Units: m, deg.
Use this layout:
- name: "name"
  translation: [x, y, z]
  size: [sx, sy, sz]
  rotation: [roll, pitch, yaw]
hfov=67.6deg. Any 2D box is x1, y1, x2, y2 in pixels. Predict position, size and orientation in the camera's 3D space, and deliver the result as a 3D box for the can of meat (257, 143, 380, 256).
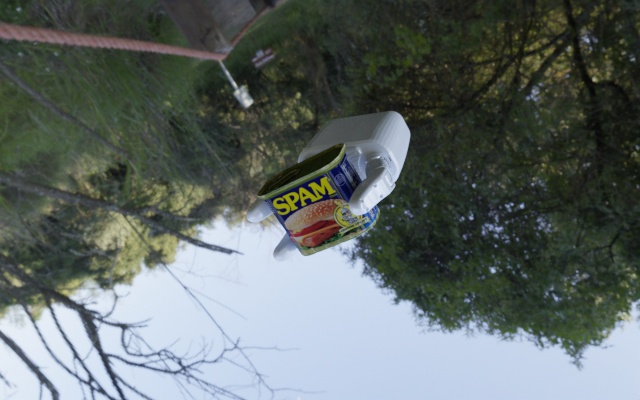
- name: "can of meat"
  translation: [0.000, 0.002, 0.500]
  size: [0.102, 0.084, 0.057]
  rotation: [-23, 20, 26]
